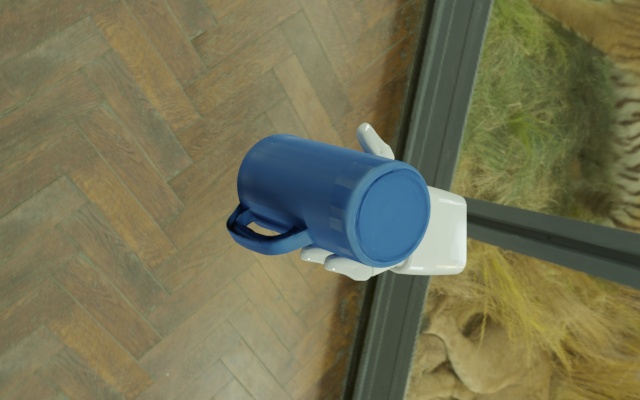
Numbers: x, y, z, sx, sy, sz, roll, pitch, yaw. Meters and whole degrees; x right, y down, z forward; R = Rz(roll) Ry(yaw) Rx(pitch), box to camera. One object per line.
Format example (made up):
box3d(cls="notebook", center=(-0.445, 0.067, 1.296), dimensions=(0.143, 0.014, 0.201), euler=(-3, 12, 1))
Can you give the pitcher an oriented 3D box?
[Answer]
box3d(cls="pitcher", center=(0.000, 0.002, 0.555), dimensions=(0.145, 0.149, 0.243), euler=(12, 3, -33))
